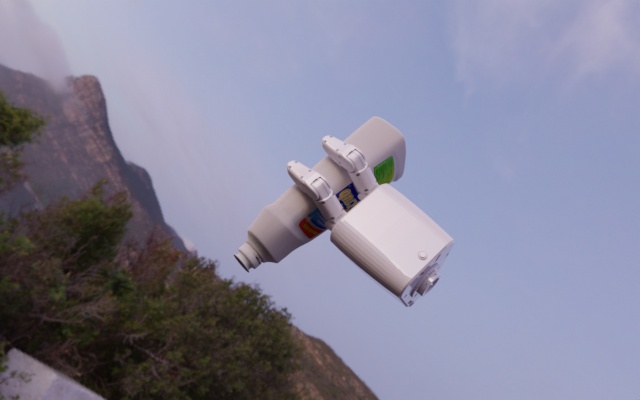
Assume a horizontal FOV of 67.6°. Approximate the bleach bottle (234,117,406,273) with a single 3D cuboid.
[{"bbox_3d":[0.000,0.002,0.600,0.068,0.250,0.103,41,-21,26],"label":"bleach bottle"}]
